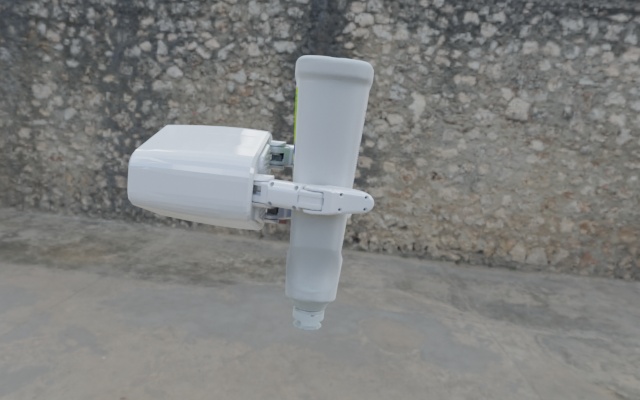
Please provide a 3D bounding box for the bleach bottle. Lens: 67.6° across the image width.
[{"bbox_3d":[0.000,0.001,0.448,0.068,0.251,0.102,6,8,1],"label":"bleach bottle"}]
